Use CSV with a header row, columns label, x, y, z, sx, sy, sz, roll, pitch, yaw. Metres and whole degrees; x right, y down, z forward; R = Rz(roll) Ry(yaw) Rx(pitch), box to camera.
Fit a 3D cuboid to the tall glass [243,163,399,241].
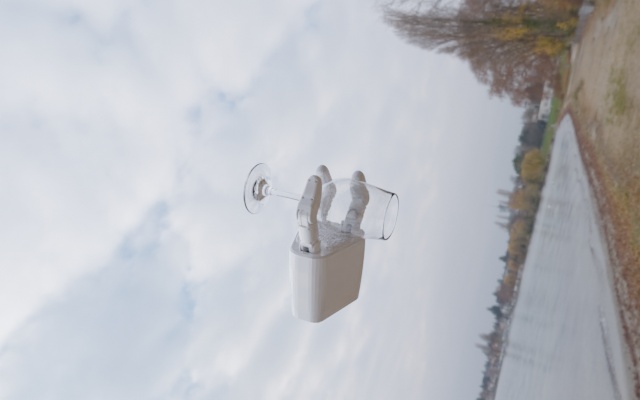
label,x,y,z,sx,sy,sz,roll,pitch,yaw
tall glass,-0.001,0.002,0.644,0.201,0.079,0.079,12,5,23
